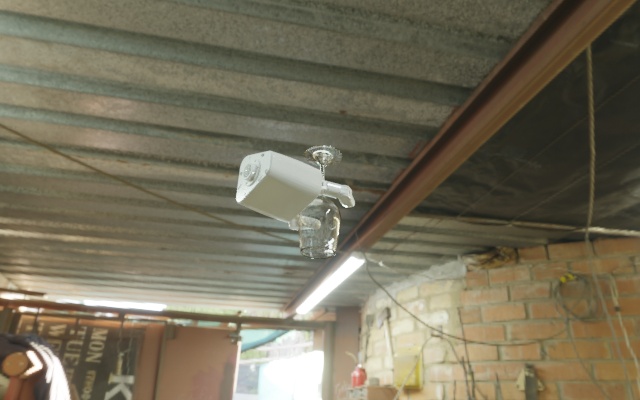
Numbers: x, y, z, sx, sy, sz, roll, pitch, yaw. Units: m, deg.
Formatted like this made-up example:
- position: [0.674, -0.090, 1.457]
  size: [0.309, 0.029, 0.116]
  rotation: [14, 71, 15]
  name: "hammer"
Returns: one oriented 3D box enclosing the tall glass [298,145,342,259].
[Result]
- position: [0.000, 0.002, 0.881]
  size: [0.079, 0.201, 0.079]
  rotation: [2, -25, 1]
  name: "tall glass"
